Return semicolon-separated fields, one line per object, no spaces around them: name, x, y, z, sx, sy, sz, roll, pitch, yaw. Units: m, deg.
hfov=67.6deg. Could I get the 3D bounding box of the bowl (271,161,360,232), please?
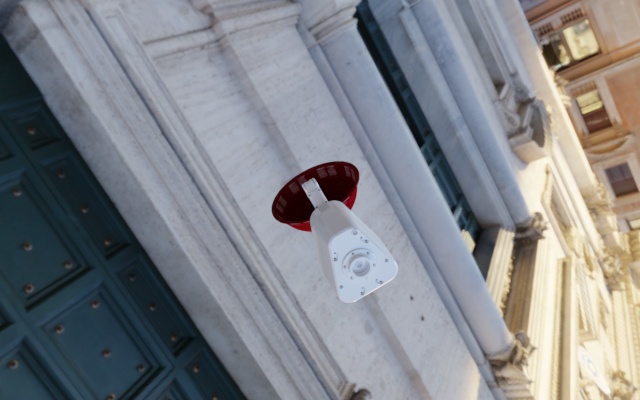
bowl;0.000;0.002;0.811;0.162;0.055;0.162;-20;33;14
